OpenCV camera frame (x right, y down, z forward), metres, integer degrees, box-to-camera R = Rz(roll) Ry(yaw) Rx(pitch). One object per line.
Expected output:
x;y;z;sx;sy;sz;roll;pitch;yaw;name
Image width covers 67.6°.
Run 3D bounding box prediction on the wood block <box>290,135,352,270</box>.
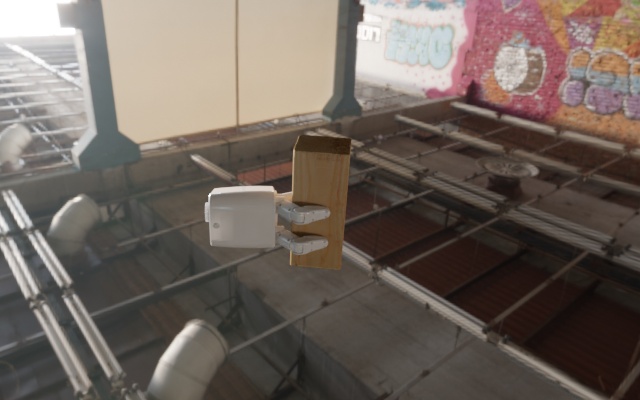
0.000;0.003;0.808;0.090;0.206;0.090;5;25;2;wood block
